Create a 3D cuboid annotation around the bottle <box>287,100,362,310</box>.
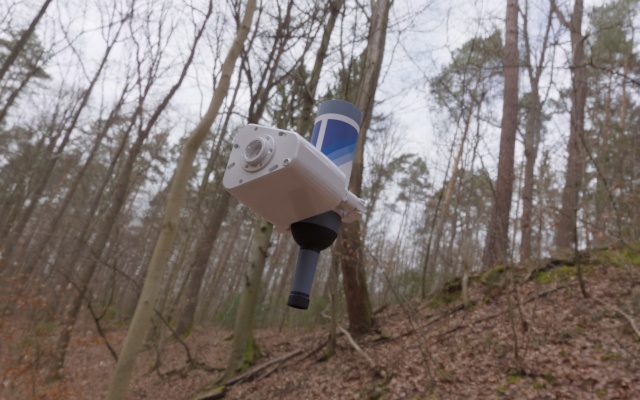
[{"bbox_3d":[0.000,0.002,0.661,0.069,0.295,0.069,11,-21,4],"label":"bottle"}]
